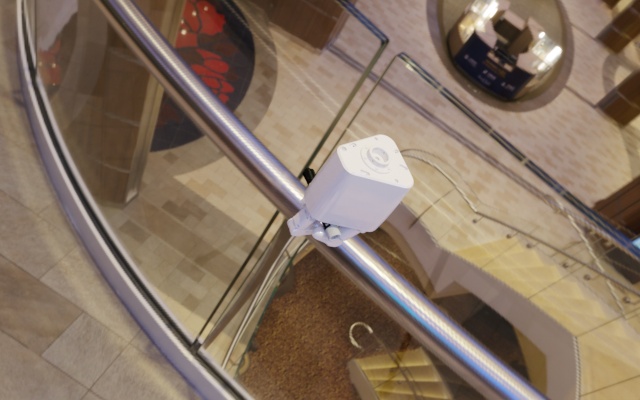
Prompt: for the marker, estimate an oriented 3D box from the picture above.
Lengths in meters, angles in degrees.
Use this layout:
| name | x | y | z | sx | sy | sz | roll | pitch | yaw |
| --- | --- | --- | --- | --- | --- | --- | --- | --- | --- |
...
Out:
| name | x | y | z | sx | sy | sz | roll | pitch | yaw |
| --- | --- | --- | --- | --- | --- | --- | --- | --- | --- |
| marker | 0.000 | 0.002 | 0.693 | 0.020 | 0.121 | 0.020 | -17 | -28 | -9 |
